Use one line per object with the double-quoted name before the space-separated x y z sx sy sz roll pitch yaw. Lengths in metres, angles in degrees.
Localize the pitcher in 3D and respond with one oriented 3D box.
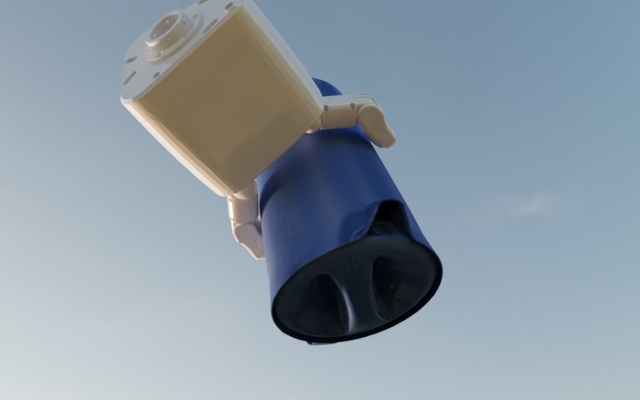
"pitcher" 0.000 0.001 0.442 0.149 0.242 0.145 -30 -45 13
